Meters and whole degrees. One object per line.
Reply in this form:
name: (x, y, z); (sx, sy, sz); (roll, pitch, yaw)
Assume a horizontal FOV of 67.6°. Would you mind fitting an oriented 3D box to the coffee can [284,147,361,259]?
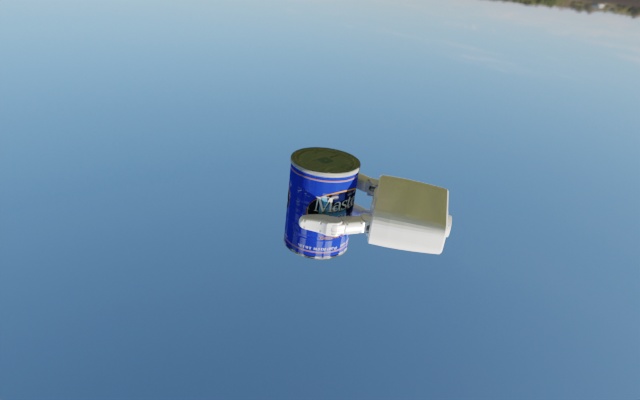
coffee can: (0.000, 0.002, 0.723); (0.103, 0.140, 0.102); (6, 26, -3)
